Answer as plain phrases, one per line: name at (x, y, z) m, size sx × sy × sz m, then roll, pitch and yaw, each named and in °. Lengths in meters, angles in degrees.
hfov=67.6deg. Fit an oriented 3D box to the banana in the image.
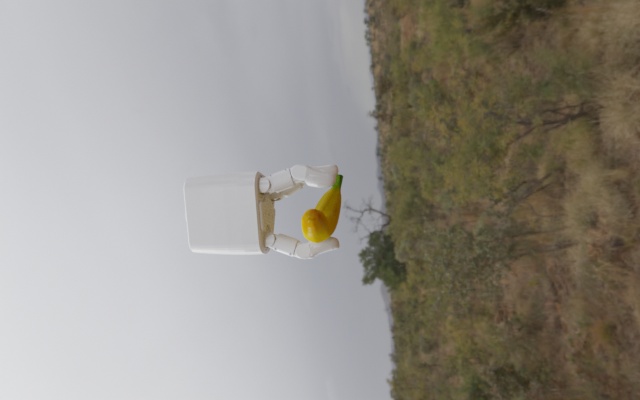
banana at (0.001, 0.019, 0.629) m, size 0.037 × 0.070 × 0.197 m, roll 1°, pitch 16°, yaw 9°
